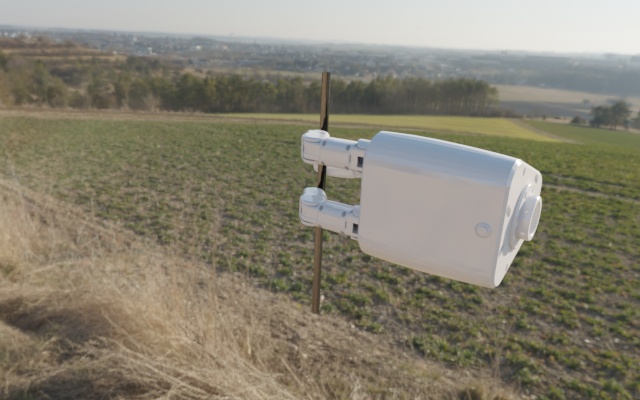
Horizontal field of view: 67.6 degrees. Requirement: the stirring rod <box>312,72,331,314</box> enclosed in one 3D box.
[{"bbox_3d":[0.000,0.002,0.458,0.011,0.240,0.011,2,18,-1],"label":"stirring rod"}]
